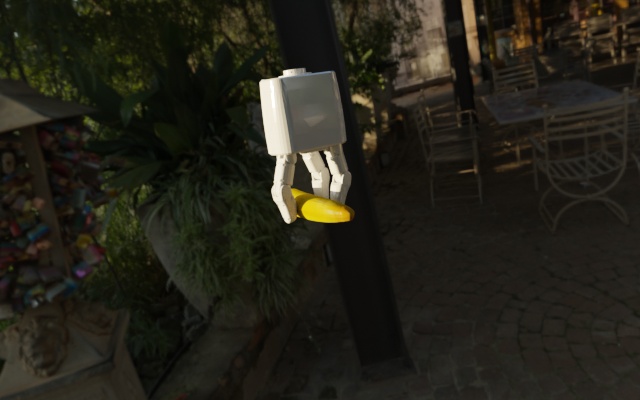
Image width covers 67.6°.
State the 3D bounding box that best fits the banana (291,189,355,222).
[{"bbox_3d":[-0.018,0.004,0.731,0.069,0.037,0.197,-7,11,-21],"label":"banana"}]
